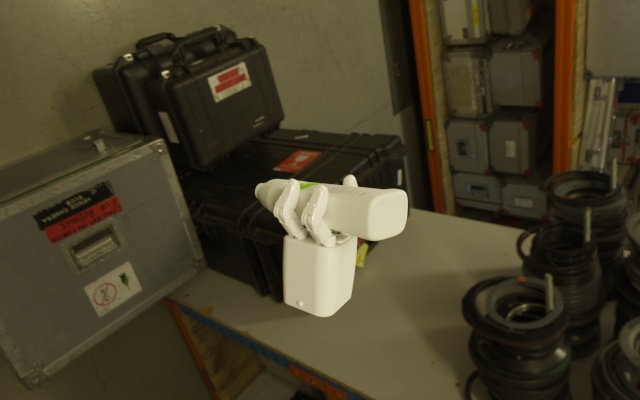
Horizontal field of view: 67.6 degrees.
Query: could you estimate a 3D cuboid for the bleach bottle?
[{"bbox_3d":[0.000,0.002,0.735,0.251,0.068,0.102,11,14,39],"label":"bleach bottle"}]
